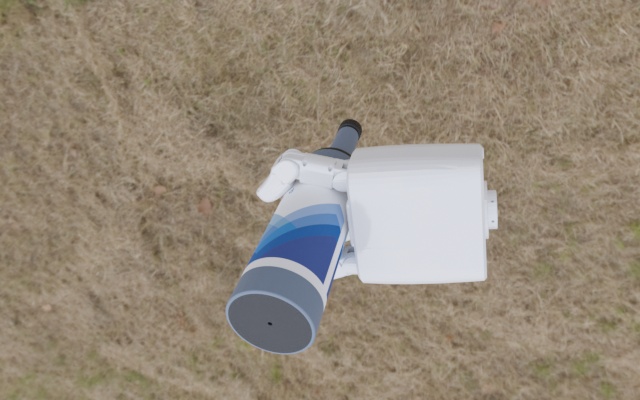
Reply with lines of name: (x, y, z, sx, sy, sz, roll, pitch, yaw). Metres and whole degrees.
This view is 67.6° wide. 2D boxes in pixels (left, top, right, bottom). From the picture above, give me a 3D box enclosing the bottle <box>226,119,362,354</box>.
bottle: (0.000, 0.002, 0.447, 0.069, 0.069, 0.295, 0, 36, 17)
